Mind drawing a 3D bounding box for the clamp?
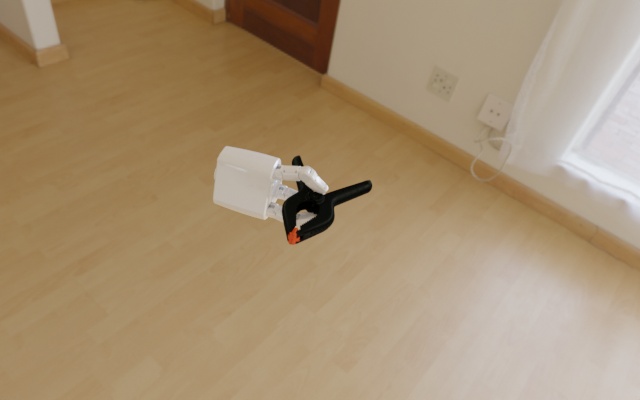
[{"bbox_3d":[0.000,0.003,0.864,0.164,0.036,0.209,15,44,7],"label":"clamp"}]
